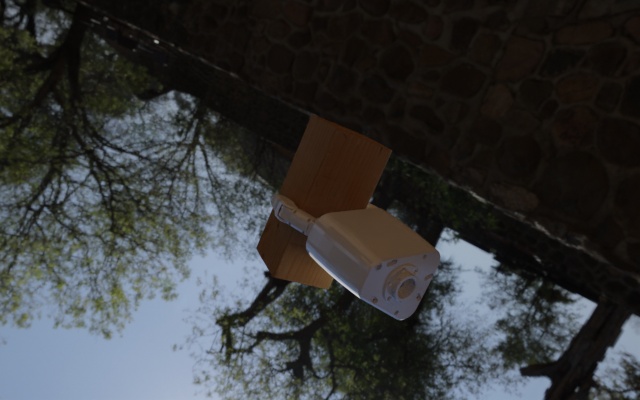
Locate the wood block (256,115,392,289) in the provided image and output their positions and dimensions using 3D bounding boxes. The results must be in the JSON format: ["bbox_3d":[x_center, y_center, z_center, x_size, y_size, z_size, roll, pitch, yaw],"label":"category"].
[{"bbox_3d":[0.000,0.002,0.645,0.091,0.206,0.090,18,13,-27],"label":"wood block"}]
